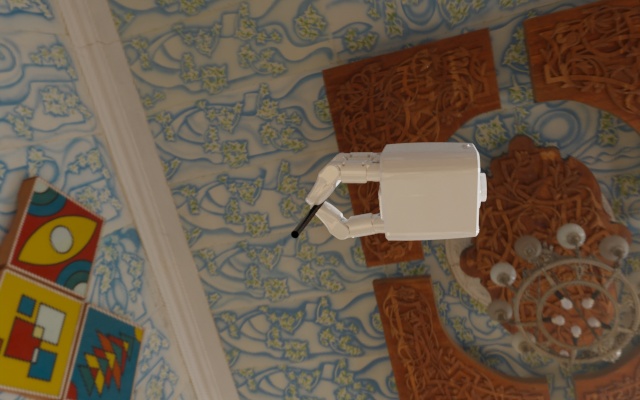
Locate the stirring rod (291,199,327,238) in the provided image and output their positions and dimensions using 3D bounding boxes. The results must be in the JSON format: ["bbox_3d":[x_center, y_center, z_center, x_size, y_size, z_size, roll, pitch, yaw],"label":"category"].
[{"bbox_3d":[0.000,0.002,0.583,0.011,0.011,0.239,0,15,13],"label":"stirring rod"}]
